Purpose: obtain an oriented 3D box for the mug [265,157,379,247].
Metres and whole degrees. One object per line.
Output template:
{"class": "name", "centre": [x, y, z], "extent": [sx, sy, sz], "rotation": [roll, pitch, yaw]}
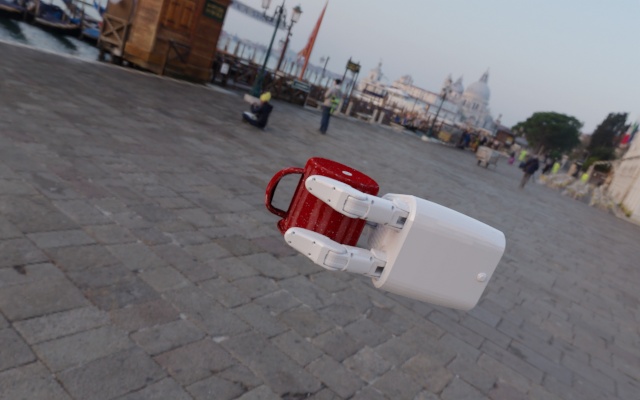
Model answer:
{"class": "mug", "centre": [-0.001, 0.001, 0.502], "extent": [0.117, 0.081, 0.093], "rotation": [19, 14, -14]}
